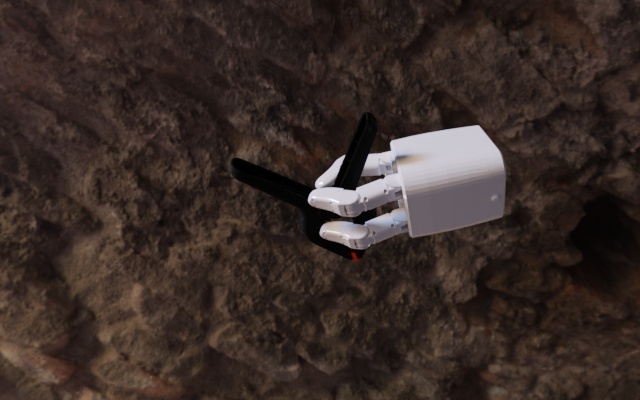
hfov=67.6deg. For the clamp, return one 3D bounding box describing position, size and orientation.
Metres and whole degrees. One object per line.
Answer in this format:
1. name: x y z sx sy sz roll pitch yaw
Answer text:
1. clamp: 0.000 0.002 0.561 0.164 0.210 0.036 -12 43 7
